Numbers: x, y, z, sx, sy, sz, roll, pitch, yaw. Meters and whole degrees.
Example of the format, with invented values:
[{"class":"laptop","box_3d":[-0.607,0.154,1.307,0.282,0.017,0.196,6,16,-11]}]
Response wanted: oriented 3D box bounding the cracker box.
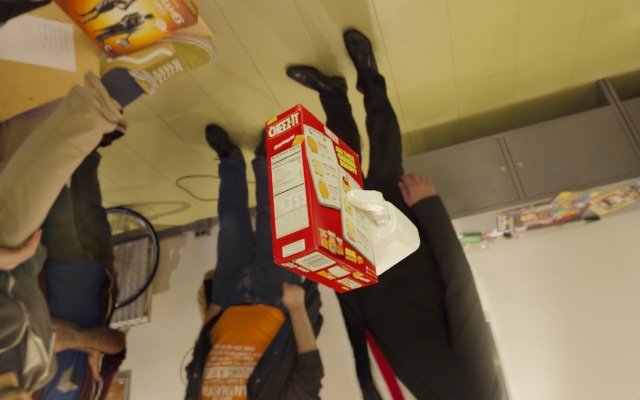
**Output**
[{"class":"cracker box","box_3d":[0.000,0.002,0.656,0.072,0.213,0.164,-22,-32,25]}]
